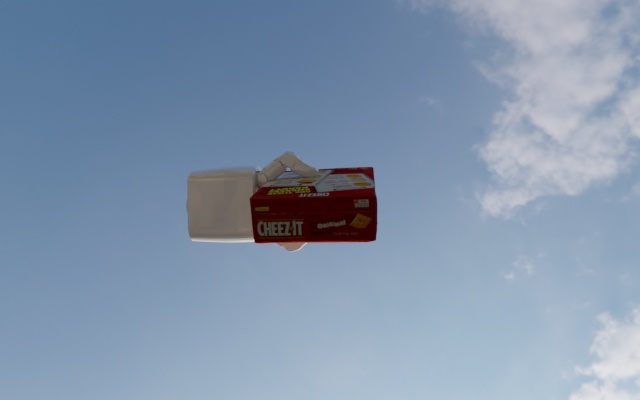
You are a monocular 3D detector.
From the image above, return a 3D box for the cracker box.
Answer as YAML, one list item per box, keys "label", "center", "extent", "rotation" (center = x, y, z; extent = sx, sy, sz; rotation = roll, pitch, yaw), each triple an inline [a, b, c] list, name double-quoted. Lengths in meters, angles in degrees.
- label: "cracker box"
  center: [0.000, 0.002, 0.711]
  extent: [0.164, 0.072, 0.213]
  rotation: [-2, 13, 6]
